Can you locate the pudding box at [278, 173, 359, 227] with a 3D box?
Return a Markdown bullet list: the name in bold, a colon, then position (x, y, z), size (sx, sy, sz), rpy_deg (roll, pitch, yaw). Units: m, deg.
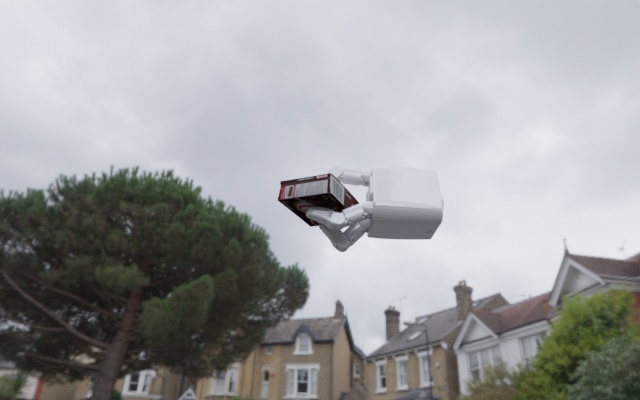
- **pudding box**: position (0.000, 0.002, 0.747), size (0.090, 0.039, 0.113), rpy_deg (-9, -30, 25)
